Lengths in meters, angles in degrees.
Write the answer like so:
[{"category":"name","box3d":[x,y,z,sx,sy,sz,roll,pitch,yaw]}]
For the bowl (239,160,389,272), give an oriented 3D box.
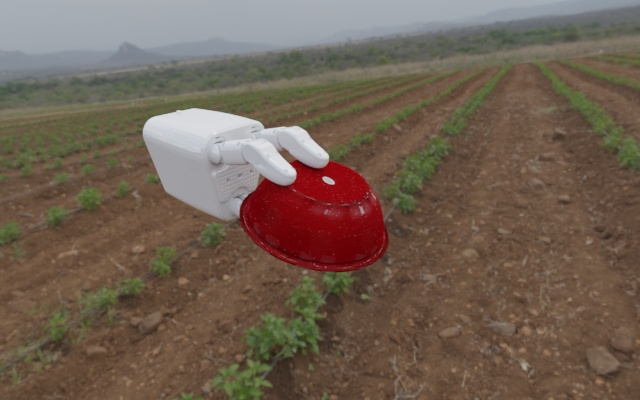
[{"category":"bowl","box3d":[0.001,0.002,0.494,0.162,0.055,0.162,11,31,-7]}]
